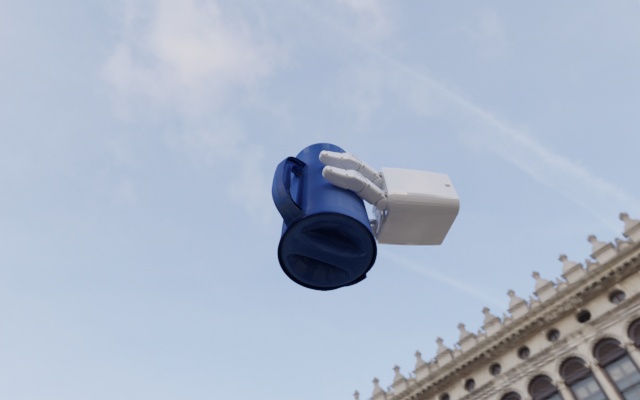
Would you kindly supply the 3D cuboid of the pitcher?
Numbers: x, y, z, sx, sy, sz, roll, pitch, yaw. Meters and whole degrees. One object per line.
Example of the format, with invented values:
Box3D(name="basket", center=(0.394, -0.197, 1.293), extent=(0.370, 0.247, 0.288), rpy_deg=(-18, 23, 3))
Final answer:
Box3D(name="pitcher", center=(0.000, 0.002, 0.723), extent=(0.145, 0.149, 0.242), rpy_deg=(4, 33, -4))
